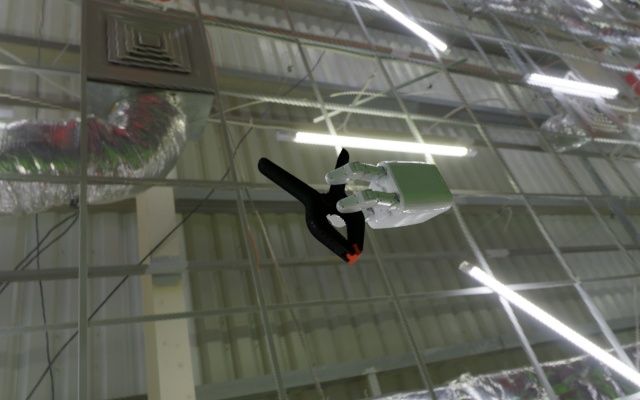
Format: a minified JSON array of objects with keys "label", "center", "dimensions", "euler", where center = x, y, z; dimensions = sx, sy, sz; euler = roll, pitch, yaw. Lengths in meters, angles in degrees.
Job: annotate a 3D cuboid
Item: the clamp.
[{"label":"clamp","center":[0.000,0.003,0.735],"dimensions":[0.164,0.209,0.036],"euler":[-4,-34,-24]}]
